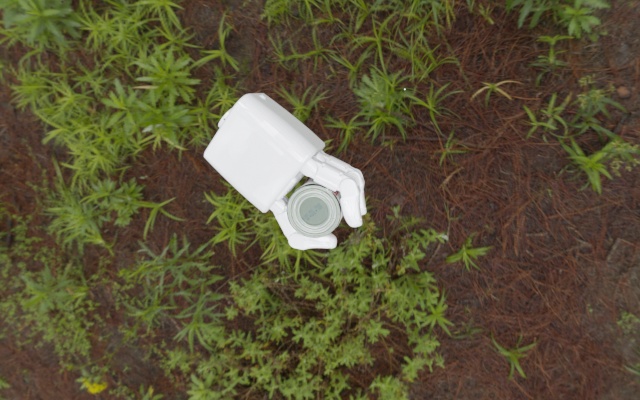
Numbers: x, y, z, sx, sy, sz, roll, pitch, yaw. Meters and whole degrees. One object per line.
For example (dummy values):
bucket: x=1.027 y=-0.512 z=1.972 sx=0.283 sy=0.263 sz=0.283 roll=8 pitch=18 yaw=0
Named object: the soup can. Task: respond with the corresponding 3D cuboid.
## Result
soup can: x=0.000 y=0.002 z=0.609 sx=0.068 sy=0.068 sz=0.102 roll=0 pitch=13 yaw=10
